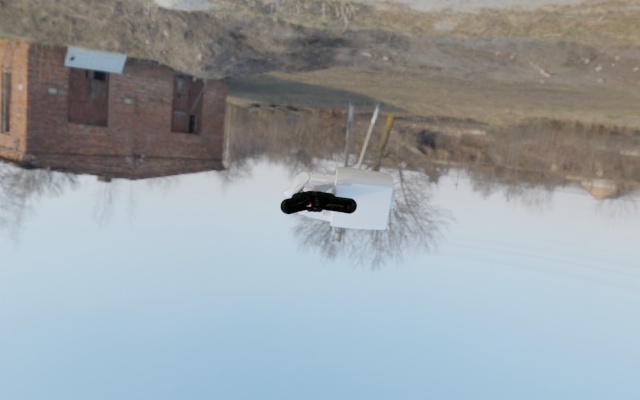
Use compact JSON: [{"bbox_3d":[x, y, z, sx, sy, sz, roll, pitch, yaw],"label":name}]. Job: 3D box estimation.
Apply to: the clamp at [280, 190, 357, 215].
[{"bbox_3d":[0.000,0.003,0.817,0.120,0.039,0.171,6,8,2],"label":"clamp"}]
